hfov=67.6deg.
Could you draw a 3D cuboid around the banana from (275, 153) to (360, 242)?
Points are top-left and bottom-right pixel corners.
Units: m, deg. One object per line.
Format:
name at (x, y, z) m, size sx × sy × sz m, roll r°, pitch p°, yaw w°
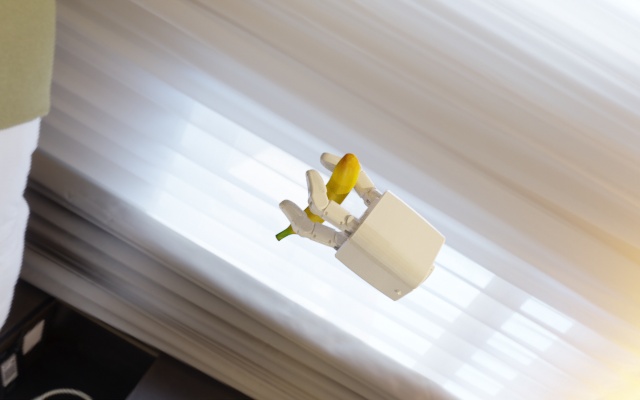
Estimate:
banana at (0.009, -0.002, 0.672) m, size 0.069 × 0.037 × 0.198 m, roll -32°, pitch -14°, yaw -50°
